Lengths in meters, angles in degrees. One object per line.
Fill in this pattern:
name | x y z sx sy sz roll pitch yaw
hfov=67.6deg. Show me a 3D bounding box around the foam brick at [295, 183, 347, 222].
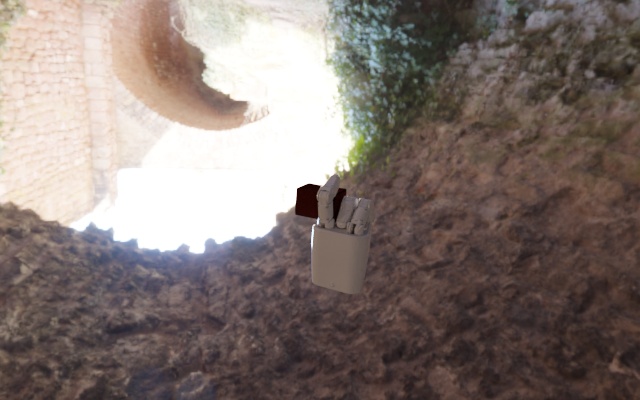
foam brick | 0.000 0.003 0.847 0.078 0.051 0.053 11 17 26
